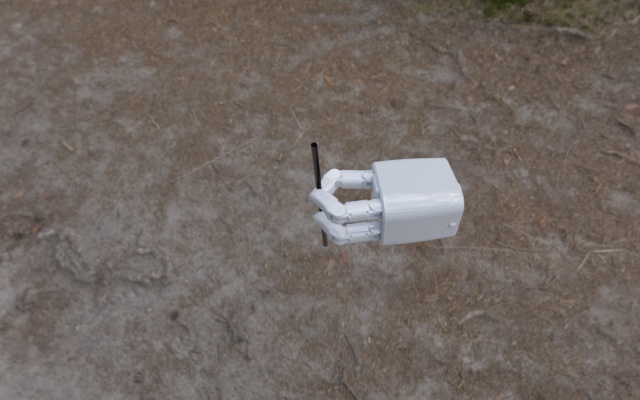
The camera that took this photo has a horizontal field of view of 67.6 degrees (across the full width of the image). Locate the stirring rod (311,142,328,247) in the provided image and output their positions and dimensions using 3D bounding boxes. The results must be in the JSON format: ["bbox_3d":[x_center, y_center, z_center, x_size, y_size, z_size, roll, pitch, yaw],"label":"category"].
[{"bbox_3d":[0.000,0.002,0.670,0.011,0.011,0.240,0,-35,5],"label":"stirring rod"}]
